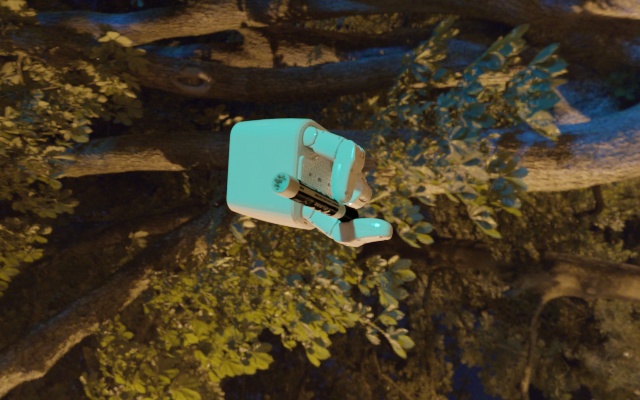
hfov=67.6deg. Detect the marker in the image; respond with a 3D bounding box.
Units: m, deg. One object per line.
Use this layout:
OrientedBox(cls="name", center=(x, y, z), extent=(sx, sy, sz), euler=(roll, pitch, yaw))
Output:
OrientedBox(cls="marker", center=(0.000, 0.001, 0.436), extent=(0.020, 0.020, 0.121), euler=(0, -15, 35))
